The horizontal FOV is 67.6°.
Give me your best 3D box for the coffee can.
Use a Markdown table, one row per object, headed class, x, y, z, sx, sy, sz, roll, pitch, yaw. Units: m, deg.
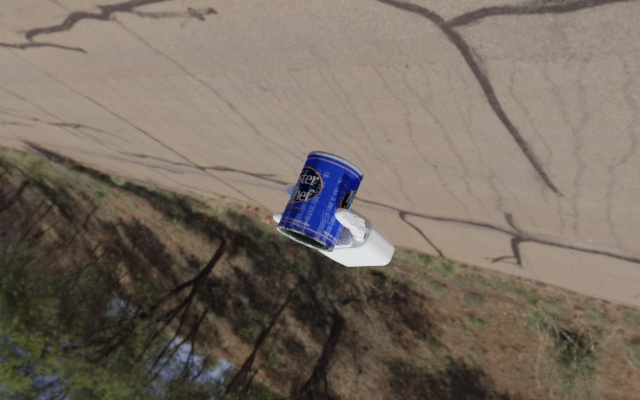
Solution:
| class | x | y | z | sx | sy | sz | roll | pitch | yaw |
| --- | --- | --- | --- | --- | --- | --- | --- | --- | --- |
| coffee can | 0.000 | 0.002 | 0.800 | 0.103 | 0.140 | 0.103 | 22 | -13 | 5 |
